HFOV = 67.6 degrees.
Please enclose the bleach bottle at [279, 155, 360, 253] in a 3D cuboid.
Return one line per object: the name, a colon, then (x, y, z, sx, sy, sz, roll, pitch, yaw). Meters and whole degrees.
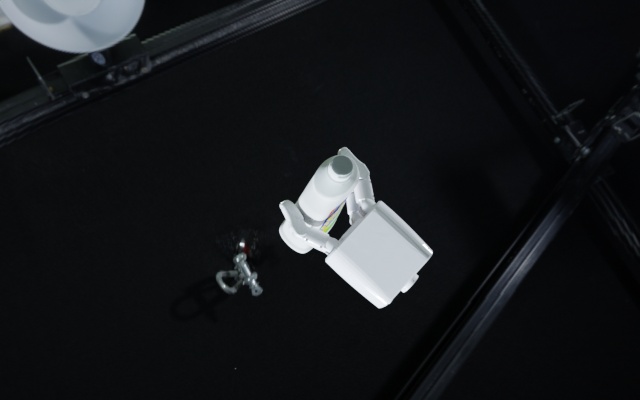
bleach bottle: (0.000, 0.002, 0.709, 0.102, 0.068, 0.251, -45, -6, -20)
